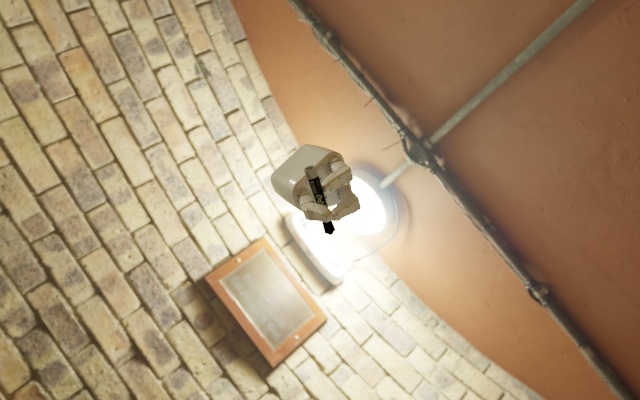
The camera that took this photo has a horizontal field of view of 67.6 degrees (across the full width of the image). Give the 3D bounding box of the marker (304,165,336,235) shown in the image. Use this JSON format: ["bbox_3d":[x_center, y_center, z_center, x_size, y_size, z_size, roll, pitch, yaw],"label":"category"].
[{"bbox_3d":[0.000,0.002,0.746,0.020,0.121,0.020,-14,27,7],"label":"marker"}]
